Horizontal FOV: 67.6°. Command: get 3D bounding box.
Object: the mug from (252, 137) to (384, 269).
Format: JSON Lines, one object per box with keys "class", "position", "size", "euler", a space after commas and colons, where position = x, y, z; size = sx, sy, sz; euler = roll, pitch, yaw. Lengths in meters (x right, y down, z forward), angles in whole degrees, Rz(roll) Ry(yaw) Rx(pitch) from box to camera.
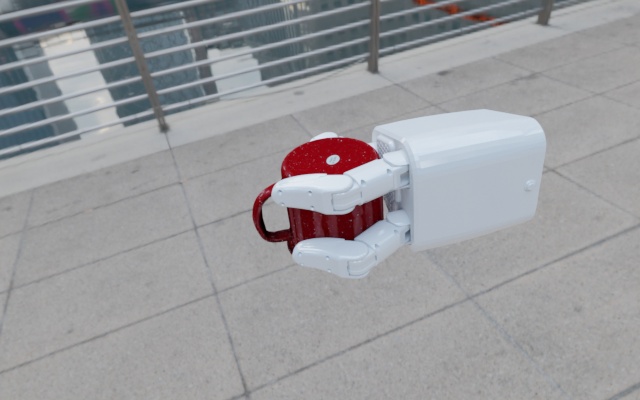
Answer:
{"class": "mug", "position": [-0.001, 0.001, 0.403], "size": [0.117, 0.082, 0.093], "euler": [-12, 34, -7]}
